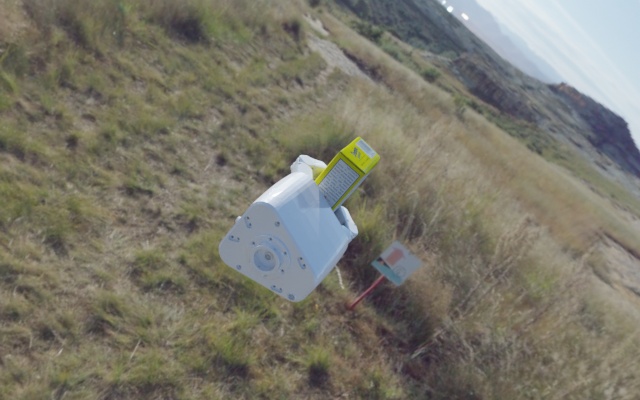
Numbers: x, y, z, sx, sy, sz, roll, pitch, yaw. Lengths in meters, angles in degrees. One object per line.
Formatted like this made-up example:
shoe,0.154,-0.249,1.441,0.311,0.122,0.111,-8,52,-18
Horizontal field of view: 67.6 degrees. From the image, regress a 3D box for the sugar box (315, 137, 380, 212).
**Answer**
sugar box,0.000,0.002,0.621,0.176,0.048,0.093,-47,-2,26
